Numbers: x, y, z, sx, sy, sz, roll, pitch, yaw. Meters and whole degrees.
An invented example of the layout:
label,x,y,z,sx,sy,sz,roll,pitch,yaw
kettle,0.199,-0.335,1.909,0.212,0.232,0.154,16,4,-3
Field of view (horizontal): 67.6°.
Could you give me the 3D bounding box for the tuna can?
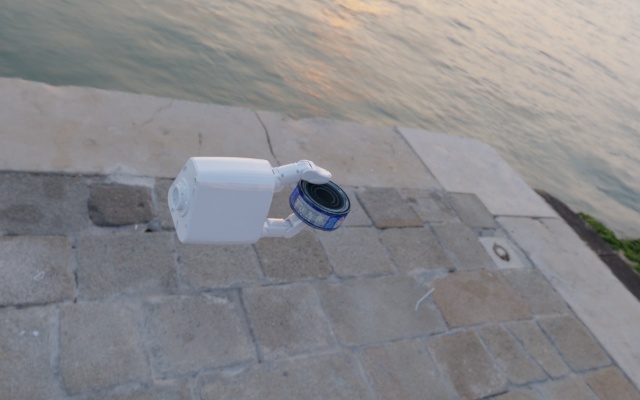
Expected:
label,x,y,z,sx,sy,sz,roll,pitch,yaw
tuna can,0.000,0.002,0.685,0.086,0.034,0.086,23,32,-15
